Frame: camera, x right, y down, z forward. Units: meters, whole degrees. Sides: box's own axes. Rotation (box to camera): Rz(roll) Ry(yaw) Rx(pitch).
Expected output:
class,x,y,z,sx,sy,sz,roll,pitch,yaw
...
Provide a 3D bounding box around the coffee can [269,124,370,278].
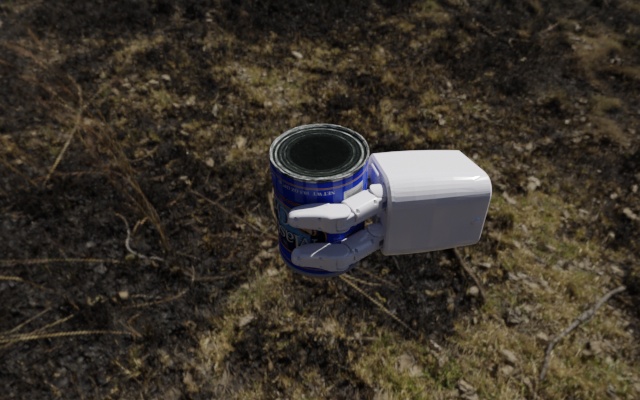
class,x,y,z,sx,sy,sz,roll,pitch,yaw
coffee can,0.000,0.002,0.530,0.103,0.140,0.102,-1,40,1
